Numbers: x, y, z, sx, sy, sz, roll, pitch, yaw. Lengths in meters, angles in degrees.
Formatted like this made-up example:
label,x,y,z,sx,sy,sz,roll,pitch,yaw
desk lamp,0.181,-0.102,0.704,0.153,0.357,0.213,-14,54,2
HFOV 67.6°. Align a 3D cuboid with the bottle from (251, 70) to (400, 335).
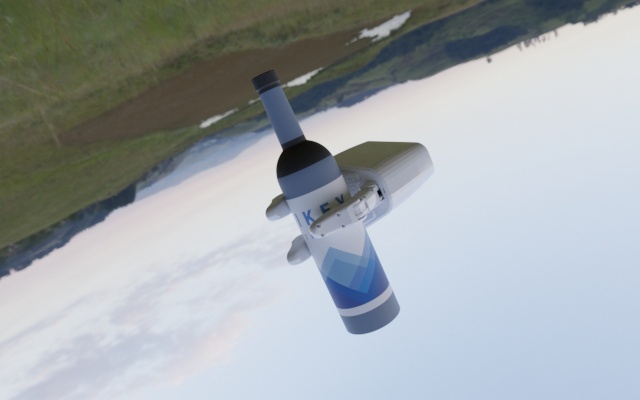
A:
label,x,y,z,sx,sy,sz,roll,pitch,yaw
bottle,0.000,0.002,0.520,0.069,0.296,0.069,-24,9,4
